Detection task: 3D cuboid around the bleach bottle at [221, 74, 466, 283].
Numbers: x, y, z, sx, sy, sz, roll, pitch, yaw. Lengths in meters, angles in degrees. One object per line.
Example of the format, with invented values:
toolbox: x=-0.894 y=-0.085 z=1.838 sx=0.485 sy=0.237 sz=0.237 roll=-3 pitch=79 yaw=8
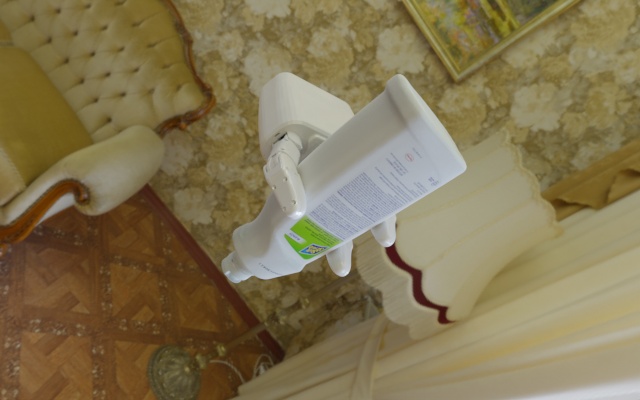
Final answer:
bleach bottle: x=0.000 y=0.002 z=0.441 sx=0.251 sy=0.068 sz=0.103 roll=-34 pitch=-50 yaw=21
